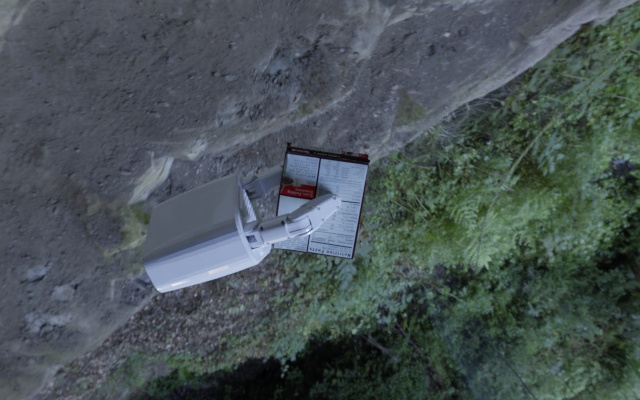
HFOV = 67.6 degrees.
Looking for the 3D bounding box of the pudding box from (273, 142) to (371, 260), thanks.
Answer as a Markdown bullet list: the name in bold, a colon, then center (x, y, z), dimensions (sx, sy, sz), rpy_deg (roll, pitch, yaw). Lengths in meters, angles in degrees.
- **pudding box**: center (0.000, 0.002, 0.506), dimensions (0.090, 0.113, 0.039), rpy_deg (8, 21, -2)
